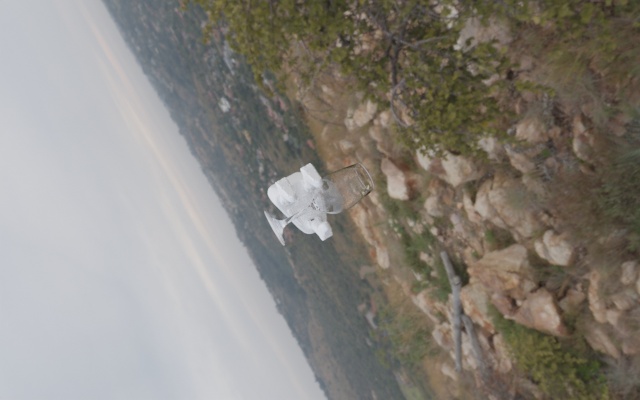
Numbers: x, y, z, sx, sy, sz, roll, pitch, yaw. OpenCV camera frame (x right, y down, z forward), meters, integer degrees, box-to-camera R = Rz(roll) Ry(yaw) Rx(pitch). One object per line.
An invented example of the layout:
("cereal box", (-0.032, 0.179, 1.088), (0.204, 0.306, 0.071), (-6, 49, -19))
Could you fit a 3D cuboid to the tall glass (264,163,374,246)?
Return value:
("tall glass", (0.000, 0.003, 0.895), (0.201, 0.079, 0.079), (-29, 6, -11))
